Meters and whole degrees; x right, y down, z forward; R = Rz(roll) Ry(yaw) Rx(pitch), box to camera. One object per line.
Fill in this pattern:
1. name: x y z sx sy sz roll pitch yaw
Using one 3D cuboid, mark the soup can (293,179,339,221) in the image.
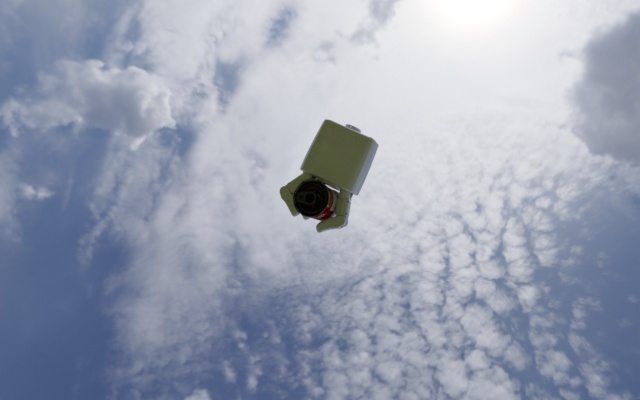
1. soup can: 0.000 0.003 0.883 0.068 0.068 0.102 0 -9 20
